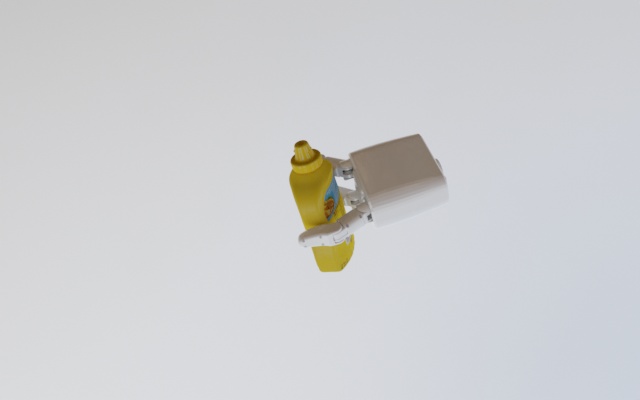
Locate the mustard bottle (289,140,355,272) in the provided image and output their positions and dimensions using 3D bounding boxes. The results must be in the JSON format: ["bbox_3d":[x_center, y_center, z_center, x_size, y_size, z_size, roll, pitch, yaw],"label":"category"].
[{"bbox_3d":[0.000,0.002,0.654,0.058,0.192,0.096,-4,38,19],"label":"mustard bottle"}]
